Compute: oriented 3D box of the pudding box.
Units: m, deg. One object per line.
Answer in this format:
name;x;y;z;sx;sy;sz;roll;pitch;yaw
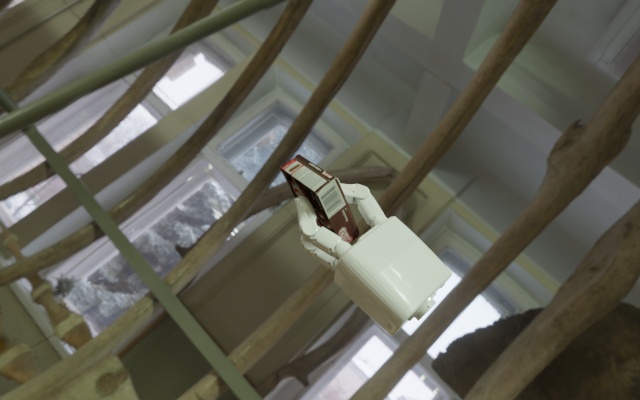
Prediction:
pudding box;0.000;0.002;0.645;0.039;0.114;0.090;-37;42;-17
